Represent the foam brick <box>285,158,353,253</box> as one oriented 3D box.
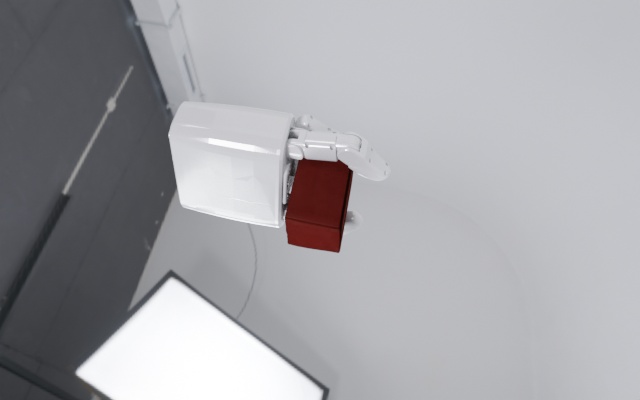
[{"bbox_3d":[0.000,0.002,0.445,0.051,0.078,0.053,9,-31,4],"label":"foam brick"}]
